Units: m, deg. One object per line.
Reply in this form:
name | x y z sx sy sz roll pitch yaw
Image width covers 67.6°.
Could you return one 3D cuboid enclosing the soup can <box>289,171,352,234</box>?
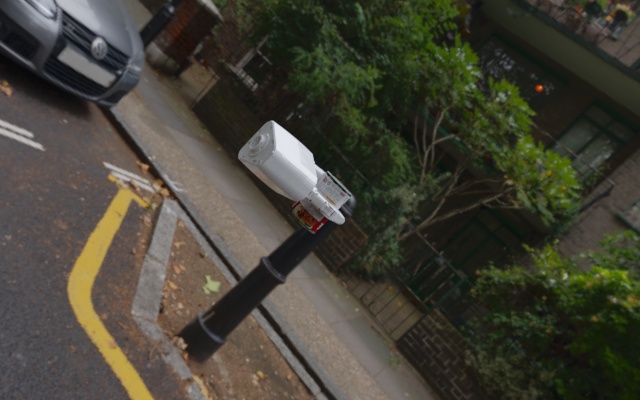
soup can | 0.001 0.003 0.900 0.068 0.102 0.068 44 6 -6
